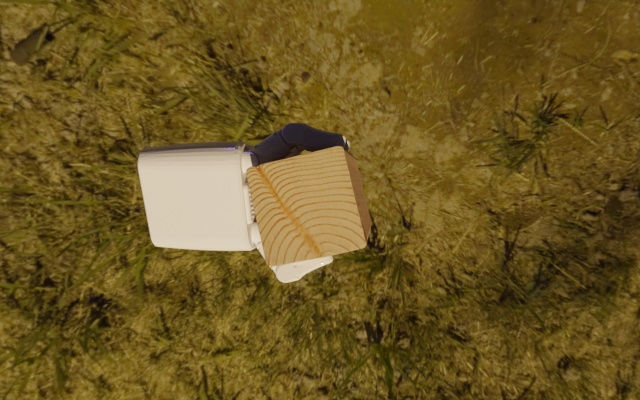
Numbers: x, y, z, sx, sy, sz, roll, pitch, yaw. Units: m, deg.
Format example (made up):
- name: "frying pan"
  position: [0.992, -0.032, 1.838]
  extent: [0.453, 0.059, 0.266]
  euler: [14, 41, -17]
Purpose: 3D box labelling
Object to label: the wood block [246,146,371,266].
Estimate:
- name: "wood block"
  position: [0.000, 0.002, 0.507]
  extent: [0.090, 0.091, 0.206]
  euler: [-12, 1, 8]
